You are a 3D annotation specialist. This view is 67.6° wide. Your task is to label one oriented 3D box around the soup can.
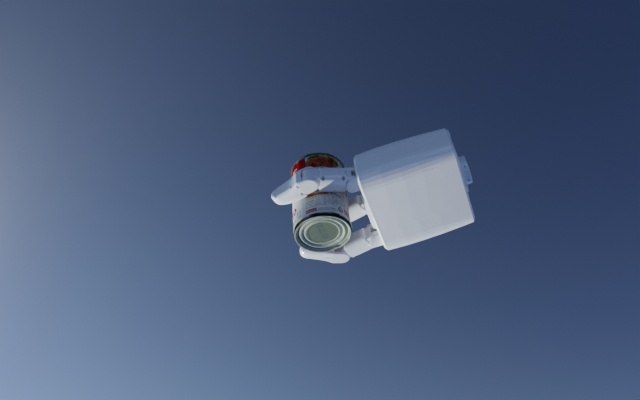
[{"bbox_3d":[0.000,0.002,0.565,0.068,0.102,0.069,-3,-44,-3],"label":"soup can"}]
